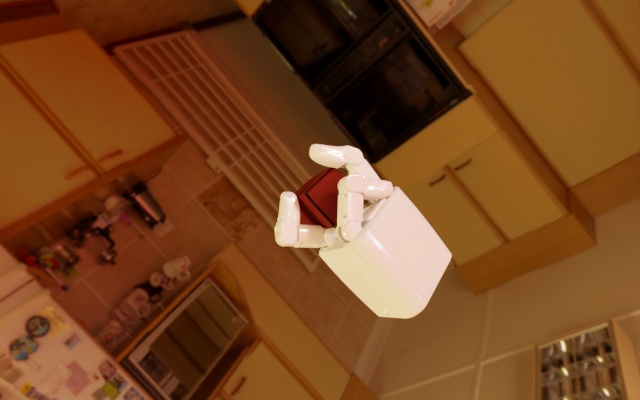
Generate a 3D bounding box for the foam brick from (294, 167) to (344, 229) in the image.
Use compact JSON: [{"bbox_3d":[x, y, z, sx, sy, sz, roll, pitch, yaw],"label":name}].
[{"bbox_3d":[0.000,0.002,0.562,0.053,0.051,0.078,-46,8,-23],"label":"foam brick"}]
